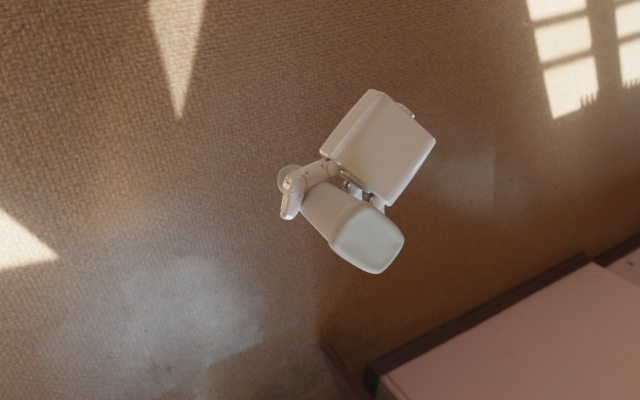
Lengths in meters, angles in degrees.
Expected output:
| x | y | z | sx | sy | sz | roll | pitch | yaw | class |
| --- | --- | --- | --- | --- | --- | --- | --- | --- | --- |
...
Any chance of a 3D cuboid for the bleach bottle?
| x | y | z | sx | sy | sz | roll | pitch | yaw | class |
| --- | --- | --- | --- | --- | --- | --- | --- | --- | --- |
| 0.000 | 0.002 | 0.637 | 0.103 | 0.068 | 0.250 | 37 | 0 | -37 | bleach bottle |
